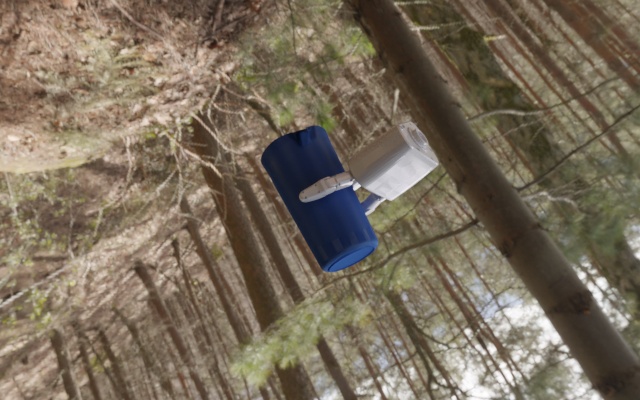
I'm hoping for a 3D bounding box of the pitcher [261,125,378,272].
[{"bbox_3d":[0.000,0.003,0.852,0.145,0.242,0.149,-36,-22,24],"label":"pitcher"}]
